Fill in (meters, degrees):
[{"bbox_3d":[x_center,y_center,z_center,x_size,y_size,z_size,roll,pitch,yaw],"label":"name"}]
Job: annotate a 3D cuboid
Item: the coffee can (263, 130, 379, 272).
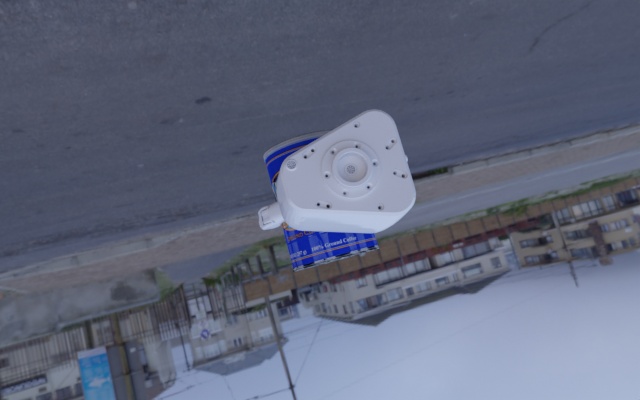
[{"bbox_3d":[0.000,0.002,0.557,0.103,0.140,0.103,-15,-8,-2],"label":"coffee can"}]
